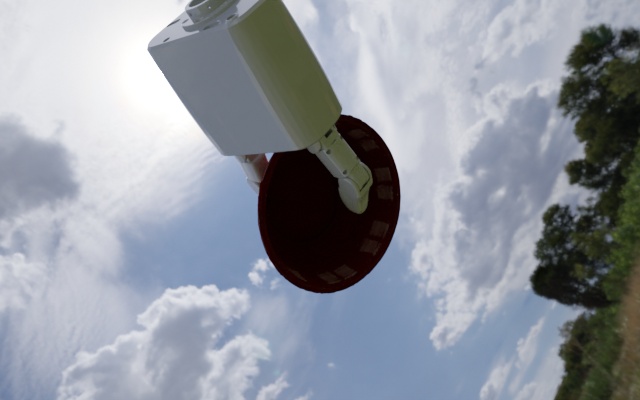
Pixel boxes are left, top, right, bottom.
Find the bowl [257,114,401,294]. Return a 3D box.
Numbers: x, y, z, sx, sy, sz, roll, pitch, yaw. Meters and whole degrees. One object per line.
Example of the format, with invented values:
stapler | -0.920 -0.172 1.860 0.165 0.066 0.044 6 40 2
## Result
bowl | 0.000 0.003 0.449 0.162 0.162 0.055 0 5 -37
